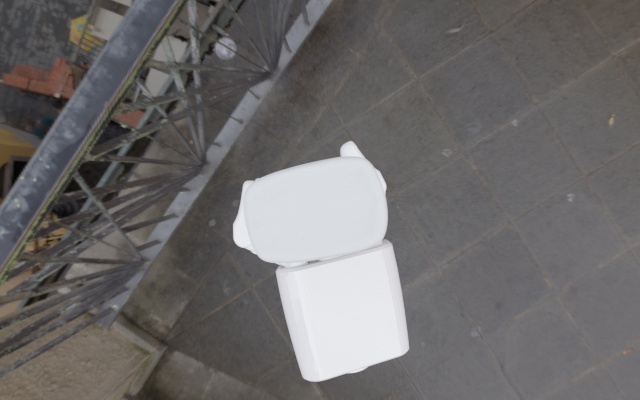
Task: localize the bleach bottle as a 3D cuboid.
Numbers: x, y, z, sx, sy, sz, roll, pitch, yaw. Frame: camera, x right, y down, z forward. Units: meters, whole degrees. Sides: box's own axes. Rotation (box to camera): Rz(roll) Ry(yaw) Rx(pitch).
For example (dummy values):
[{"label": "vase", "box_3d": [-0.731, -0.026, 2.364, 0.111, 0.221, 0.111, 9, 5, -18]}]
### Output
[{"label": "bleach bottle", "box_3d": [0.000, 0.001, 0.448, 0.102, 0.068, 0.251, -11, 3, 3]}]
